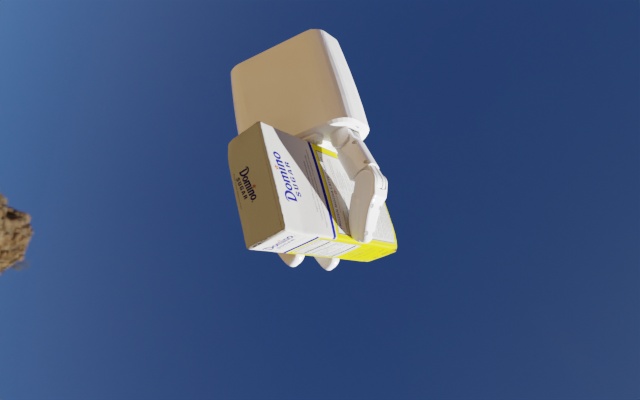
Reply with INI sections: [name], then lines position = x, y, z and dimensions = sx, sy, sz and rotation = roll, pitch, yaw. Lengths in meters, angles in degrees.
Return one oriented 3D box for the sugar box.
[sugar box]
position = 0.000, 0.001, 0.422
dimensions = 0.048, 0.093, 0.176
rotation = -29, -25, 31
